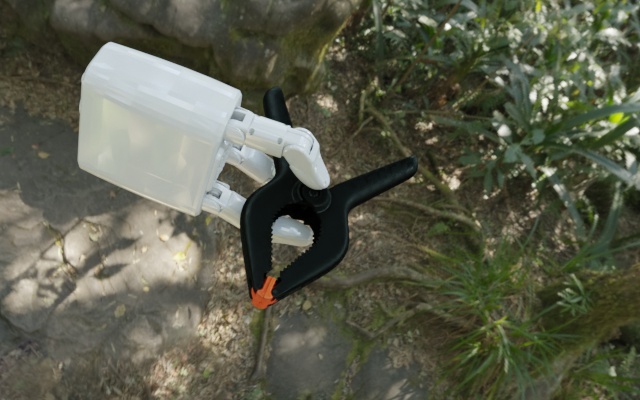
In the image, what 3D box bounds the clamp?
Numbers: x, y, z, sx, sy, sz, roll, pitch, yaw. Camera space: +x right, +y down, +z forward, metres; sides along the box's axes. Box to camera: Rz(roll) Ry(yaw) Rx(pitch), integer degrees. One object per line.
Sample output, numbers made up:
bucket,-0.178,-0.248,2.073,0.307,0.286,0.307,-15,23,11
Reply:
clamp,0.000,0.001,0.420,0.164,0.209,0.036,20,-33,-5
